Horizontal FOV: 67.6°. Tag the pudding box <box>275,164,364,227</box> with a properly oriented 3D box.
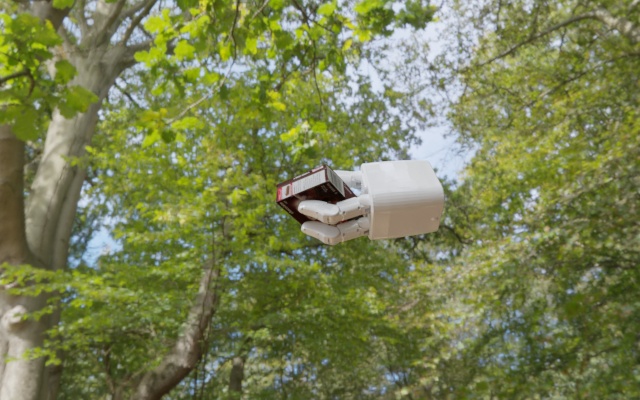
[{"bbox_3d":[0.000,0.002,0.716,0.090,0.039,0.113,-22,-43,22],"label":"pudding box"}]
